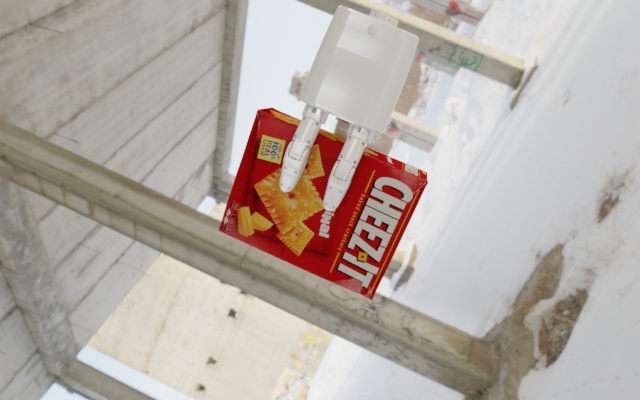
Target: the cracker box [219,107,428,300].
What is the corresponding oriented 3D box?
[{"bbox_3d":[0.000,0.002,0.587,0.213,0.164,0.072,24,17,5],"label":"cracker box"}]
